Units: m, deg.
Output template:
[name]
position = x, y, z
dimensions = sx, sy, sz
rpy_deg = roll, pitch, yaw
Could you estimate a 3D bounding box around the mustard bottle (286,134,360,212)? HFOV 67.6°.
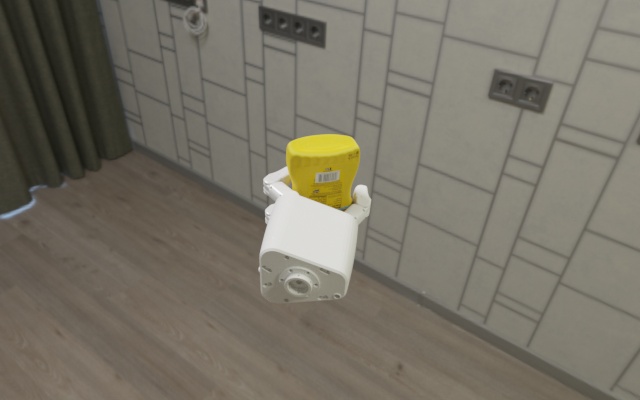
[mustard bottle]
position = 0.000, 0.002, 0.681
dimensions = 0.096, 0.192, 0.058
rpy_deg = -8, 38, -14
